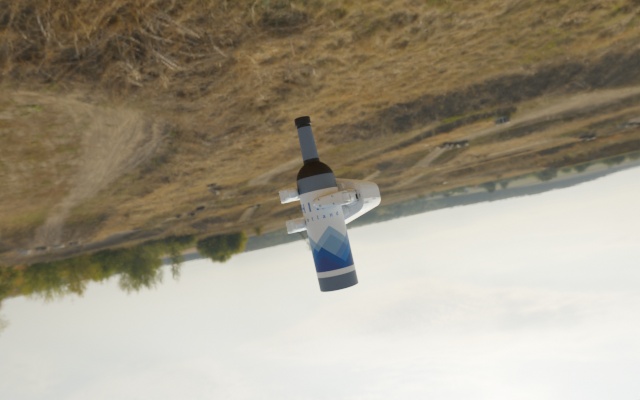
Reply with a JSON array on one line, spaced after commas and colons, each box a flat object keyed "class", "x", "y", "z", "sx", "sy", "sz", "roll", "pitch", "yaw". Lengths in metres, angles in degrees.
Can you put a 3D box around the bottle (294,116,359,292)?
[{"class": "bottle", "x": 0.000, "y": 0.003, "z": 0.810, "sx": 0.069, "sy": 0.295, "sz": 0.069, "roll": -13, "pitch": -2, "yaw": -1}]
